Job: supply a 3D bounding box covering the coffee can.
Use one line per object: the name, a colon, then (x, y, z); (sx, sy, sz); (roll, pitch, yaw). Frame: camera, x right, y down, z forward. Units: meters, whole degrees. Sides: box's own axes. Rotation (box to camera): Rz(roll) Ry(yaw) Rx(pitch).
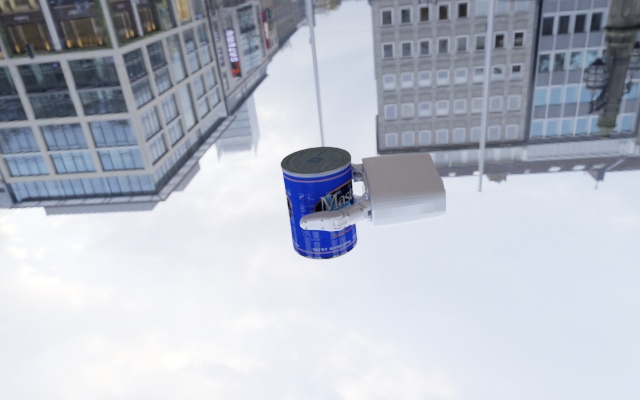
coffee can: (0.000, 0.002, 0.716); (0.103, 0.140, 0.102); (-5, 26, 3)
